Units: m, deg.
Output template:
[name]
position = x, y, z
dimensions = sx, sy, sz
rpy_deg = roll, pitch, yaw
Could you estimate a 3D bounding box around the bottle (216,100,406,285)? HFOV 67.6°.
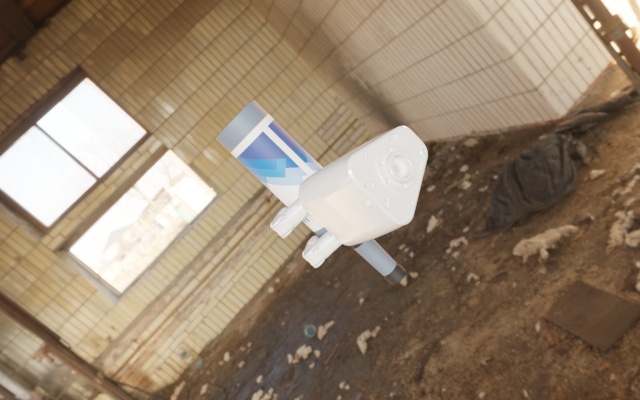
[bottle]
position = 0.000, 0.002, 0.606
dimensions = 0.296, 0.069, 0.069
rpy_deg = 44, -11, -12
